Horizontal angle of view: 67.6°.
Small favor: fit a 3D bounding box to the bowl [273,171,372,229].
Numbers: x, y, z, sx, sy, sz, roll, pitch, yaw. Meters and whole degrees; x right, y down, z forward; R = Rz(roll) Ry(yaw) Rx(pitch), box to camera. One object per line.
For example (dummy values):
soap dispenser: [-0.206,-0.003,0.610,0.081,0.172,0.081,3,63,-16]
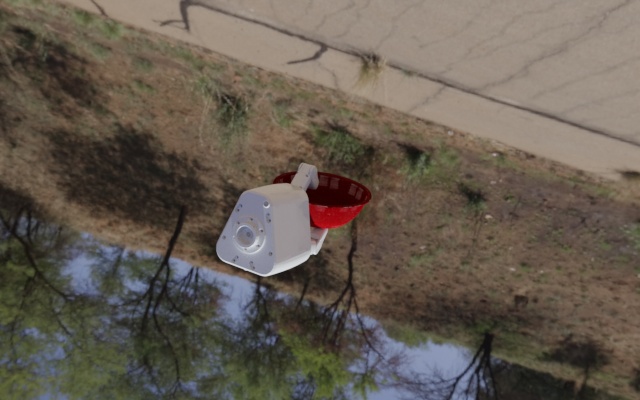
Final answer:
bowl: [0.001,0.003,0.785,0.162,0.055,0.162,7,21,-3]
